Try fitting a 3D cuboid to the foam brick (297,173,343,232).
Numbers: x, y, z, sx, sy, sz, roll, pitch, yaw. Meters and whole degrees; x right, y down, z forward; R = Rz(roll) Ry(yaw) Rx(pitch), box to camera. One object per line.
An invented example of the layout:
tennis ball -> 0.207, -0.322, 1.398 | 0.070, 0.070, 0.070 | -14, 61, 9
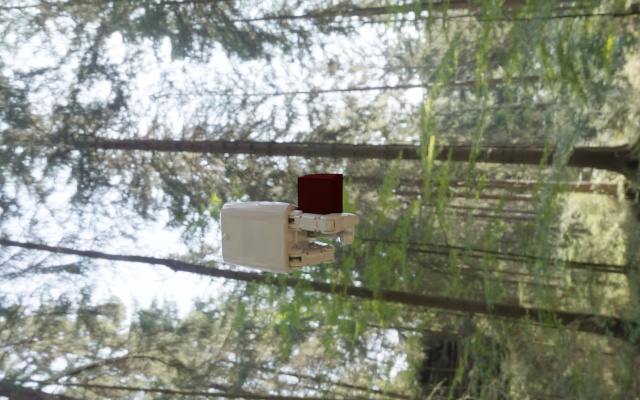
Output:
foam brick -> 0.000, 0.002, 0.676 | 0.051, 0.078, 0.053 | 4, 11, 21
